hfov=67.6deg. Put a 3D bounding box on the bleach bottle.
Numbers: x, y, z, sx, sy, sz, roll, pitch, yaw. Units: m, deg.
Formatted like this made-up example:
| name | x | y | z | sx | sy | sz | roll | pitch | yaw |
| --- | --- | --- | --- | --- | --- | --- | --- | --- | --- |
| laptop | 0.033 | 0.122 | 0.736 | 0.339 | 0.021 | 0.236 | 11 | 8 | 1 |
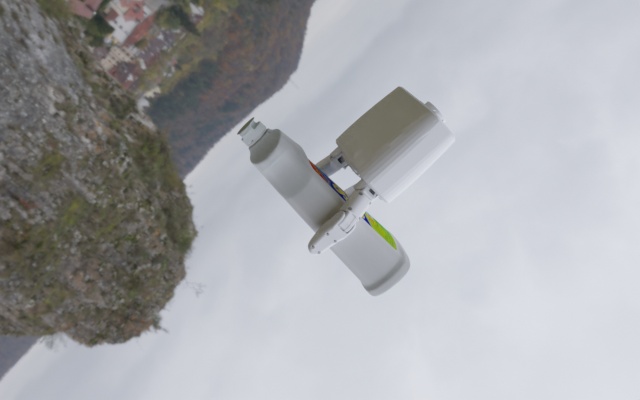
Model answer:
| name | x | y | z | sx | sy | sz | roll | pitch | yaw |
| --- | --- | --- | --- | --- | --- | --- | --- | --- | --- |
| bleach bottle | 0.000 | 0.002 | 0.573 | 0.068 | 0.251 | 0.102 | -42 | 20 | 10 |
